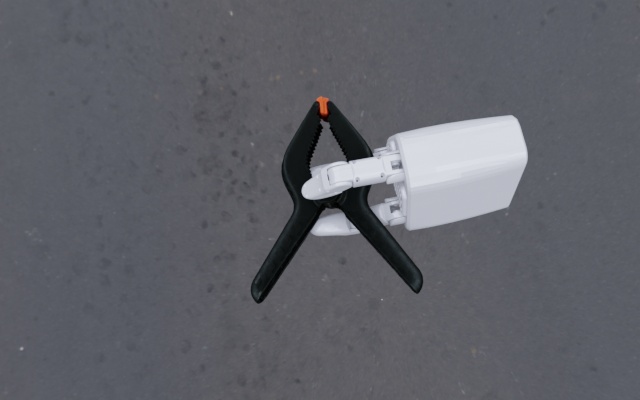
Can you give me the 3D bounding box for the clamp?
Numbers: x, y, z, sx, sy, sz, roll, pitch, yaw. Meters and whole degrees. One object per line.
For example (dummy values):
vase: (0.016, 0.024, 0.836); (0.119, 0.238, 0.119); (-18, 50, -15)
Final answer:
clamp: (0.000, 0.001, 0.475); (0.164, 0.210, 0.036); (-11, -13, 2)
